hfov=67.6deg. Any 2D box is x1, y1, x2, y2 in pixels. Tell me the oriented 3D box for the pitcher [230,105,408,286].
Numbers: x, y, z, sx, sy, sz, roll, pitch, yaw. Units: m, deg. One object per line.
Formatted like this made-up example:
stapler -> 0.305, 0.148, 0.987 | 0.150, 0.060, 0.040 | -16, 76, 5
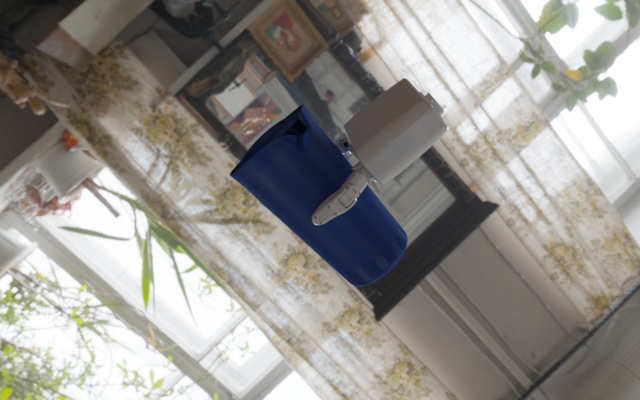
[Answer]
pitcher -> 0.000, 0.002, 0.660 | 0.145, 0.243, 0.149 | -39, 14, 15
